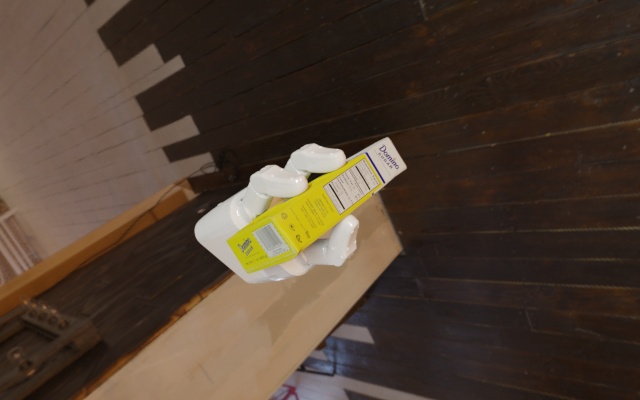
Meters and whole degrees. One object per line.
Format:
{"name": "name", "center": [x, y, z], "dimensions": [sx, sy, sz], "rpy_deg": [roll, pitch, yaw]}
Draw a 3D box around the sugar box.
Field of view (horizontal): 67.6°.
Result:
{"name": "sugar box", "center": [0.000, 0.001, 0.475], "dimensions": [0.176, 0.048, 0.093], "rpy_deg": [-39, 9, -39]}
